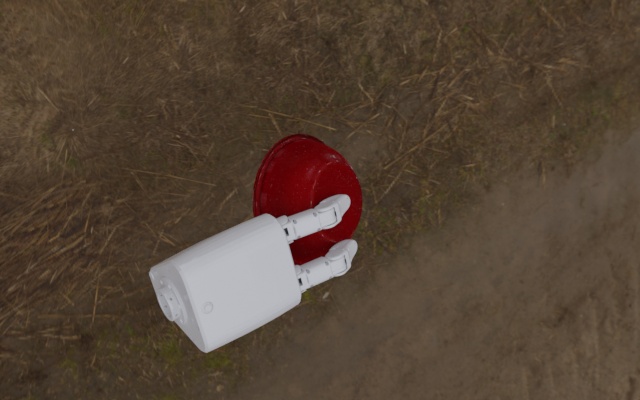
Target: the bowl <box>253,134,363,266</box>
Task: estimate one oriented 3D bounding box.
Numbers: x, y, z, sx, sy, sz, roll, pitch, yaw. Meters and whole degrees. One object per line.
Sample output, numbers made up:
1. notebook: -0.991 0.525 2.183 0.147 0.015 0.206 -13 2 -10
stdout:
1. bowl: 0.001 0.001 0.551 0.055 0.162 0.162 0 0 41
